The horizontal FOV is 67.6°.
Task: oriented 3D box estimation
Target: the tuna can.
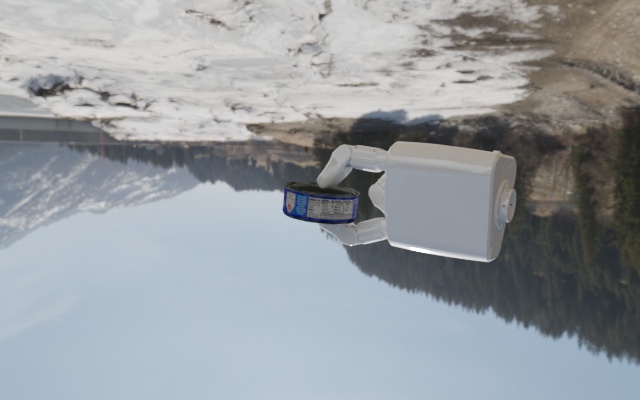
[{"bbox_3d":[0.000,0.002,0.542,0.086,0.034,0.086,6,9,-1],"label":"tuna can"}]
